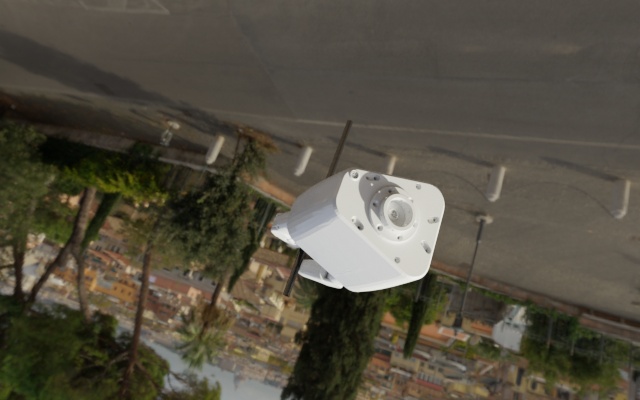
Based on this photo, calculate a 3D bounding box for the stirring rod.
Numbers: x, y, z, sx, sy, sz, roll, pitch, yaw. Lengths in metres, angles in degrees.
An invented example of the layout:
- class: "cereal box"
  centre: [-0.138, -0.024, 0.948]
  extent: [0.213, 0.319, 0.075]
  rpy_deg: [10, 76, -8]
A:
- class: "stirring rod"
  centre: [0.000, 0.002, 0.581]
  extent: [0.011, 0.239, 0.011]
  rpy_deg: [17, -22, 7]
